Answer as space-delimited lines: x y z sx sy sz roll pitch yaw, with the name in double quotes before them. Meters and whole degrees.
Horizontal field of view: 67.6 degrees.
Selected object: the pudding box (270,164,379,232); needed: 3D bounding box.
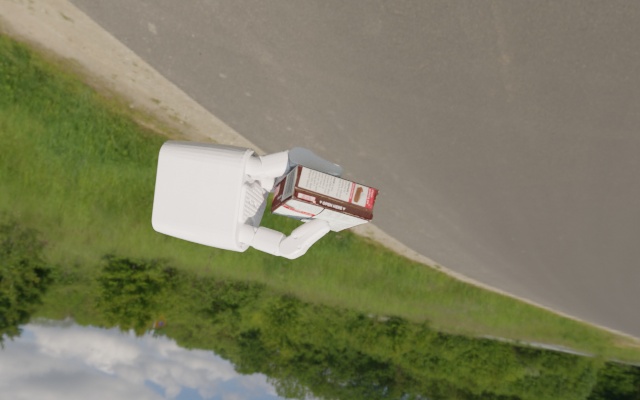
"pudding box" 0.000 0.002 0.524 0.090 0.039 0.113 16 -12 -14
